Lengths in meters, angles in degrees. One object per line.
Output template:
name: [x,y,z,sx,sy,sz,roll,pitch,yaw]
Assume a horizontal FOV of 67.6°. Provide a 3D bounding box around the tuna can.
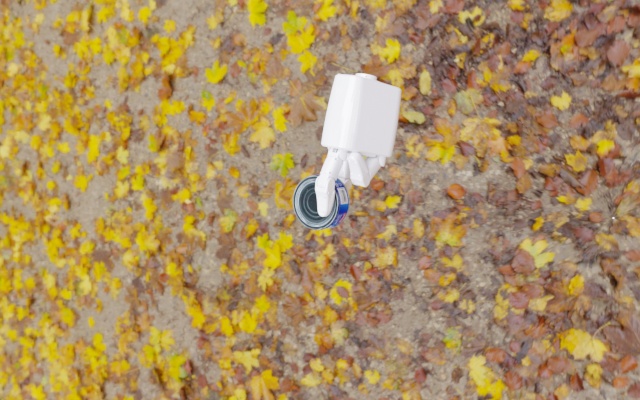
tuna can: [0.000,0.003,0.735,0.086,0.086,0.034,0,4,33]
